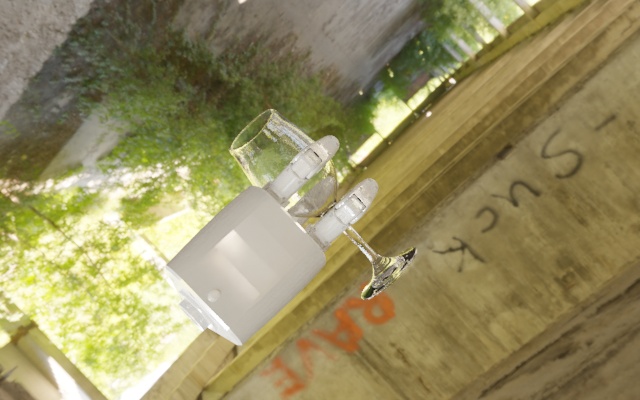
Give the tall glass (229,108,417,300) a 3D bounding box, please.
[{"bbox_3d":[0.001,0.002,0.476,0.079,0.201,0.079,-44,1,0],"label":"tall glass"}]
